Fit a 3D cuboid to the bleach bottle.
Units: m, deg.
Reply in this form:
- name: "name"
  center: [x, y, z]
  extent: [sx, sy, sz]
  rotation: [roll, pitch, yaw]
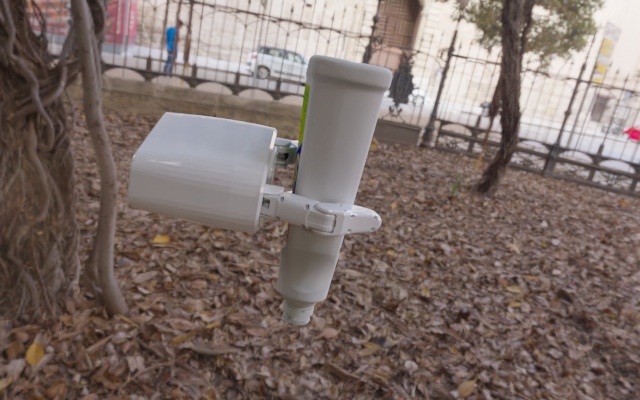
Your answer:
- name: "bleach bottle"
  center: [0.000, 0.001, 0.434]
  extent: [0.068, 0.251, 0.102]
  rotation: [10, 16, -5]
